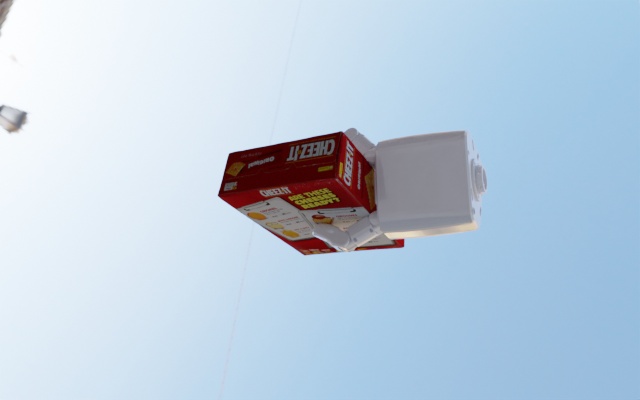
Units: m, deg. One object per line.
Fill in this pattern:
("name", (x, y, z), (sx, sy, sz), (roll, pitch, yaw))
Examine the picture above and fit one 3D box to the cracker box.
("cracker box", (0.000, 0.002, 0.626), (0.164, 0.072, 0.214), (-7, -29, 28))
